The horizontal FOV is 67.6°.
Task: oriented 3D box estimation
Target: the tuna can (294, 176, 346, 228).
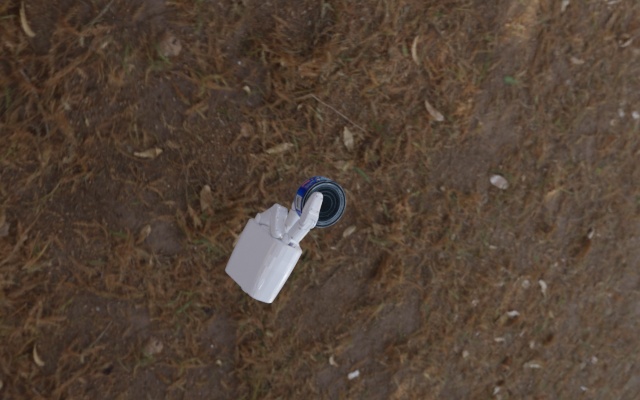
[{"bbox_3d":[0.000,0.003,0.821,0.086,0.086,0.033,0,14,-26],"label":"tuna can"}]
